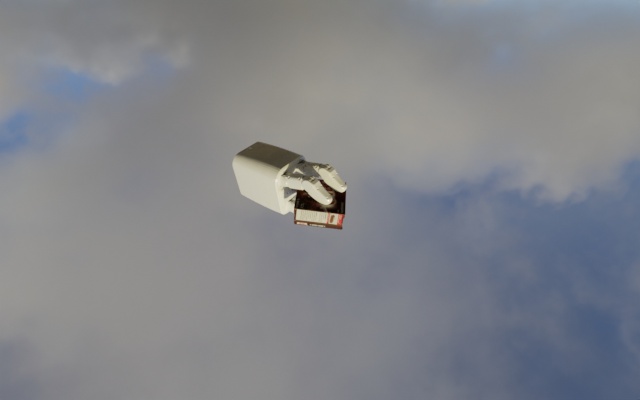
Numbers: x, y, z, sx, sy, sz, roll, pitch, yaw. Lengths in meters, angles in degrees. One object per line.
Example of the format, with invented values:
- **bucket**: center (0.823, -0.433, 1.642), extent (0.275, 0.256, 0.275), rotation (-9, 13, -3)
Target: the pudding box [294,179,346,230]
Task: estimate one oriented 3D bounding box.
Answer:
- **pudding box**: center (0.000, 0.003, 0.864), extent (0.090, 0.039, 0.113), rotation (6, 35, 0)
